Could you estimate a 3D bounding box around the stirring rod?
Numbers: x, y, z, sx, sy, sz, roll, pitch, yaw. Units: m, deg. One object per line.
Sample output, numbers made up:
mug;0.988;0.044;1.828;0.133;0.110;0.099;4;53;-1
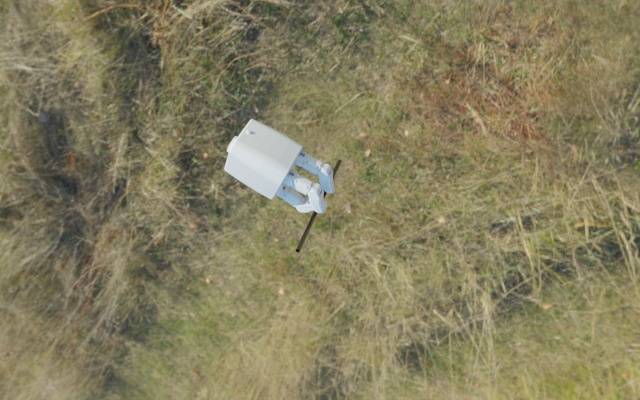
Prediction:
stirring rod;0.000;0.003;0.877;0.011;0.011;0.239;0;43;26
